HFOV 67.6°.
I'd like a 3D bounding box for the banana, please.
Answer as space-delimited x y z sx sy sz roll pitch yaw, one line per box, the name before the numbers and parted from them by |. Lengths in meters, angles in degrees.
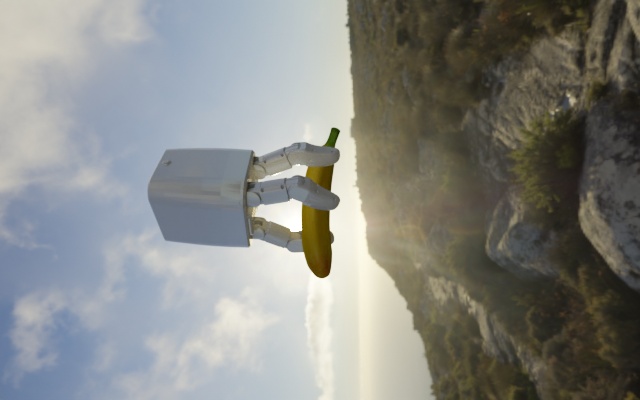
banana | -0.003 0.008 0.571 0.037 0.197 0.070 7 -29 -7
